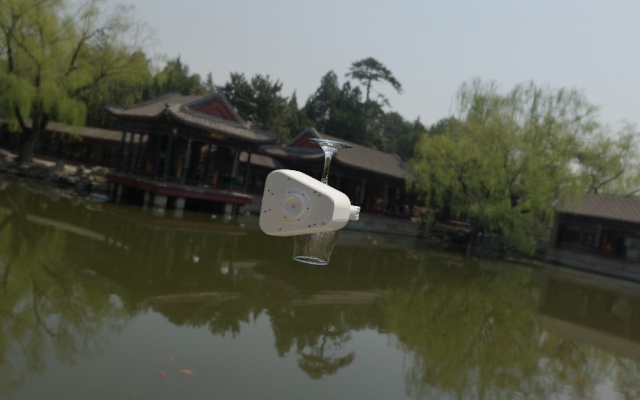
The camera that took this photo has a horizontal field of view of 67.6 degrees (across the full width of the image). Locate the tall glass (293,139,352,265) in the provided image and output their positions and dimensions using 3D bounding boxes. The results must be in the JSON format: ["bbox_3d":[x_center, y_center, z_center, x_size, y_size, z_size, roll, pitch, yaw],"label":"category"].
[{"bbox_3d":[0.000,0.002,0.796,0.079,0.201,0.079,10,1,0],"label":"tall glass"}]
